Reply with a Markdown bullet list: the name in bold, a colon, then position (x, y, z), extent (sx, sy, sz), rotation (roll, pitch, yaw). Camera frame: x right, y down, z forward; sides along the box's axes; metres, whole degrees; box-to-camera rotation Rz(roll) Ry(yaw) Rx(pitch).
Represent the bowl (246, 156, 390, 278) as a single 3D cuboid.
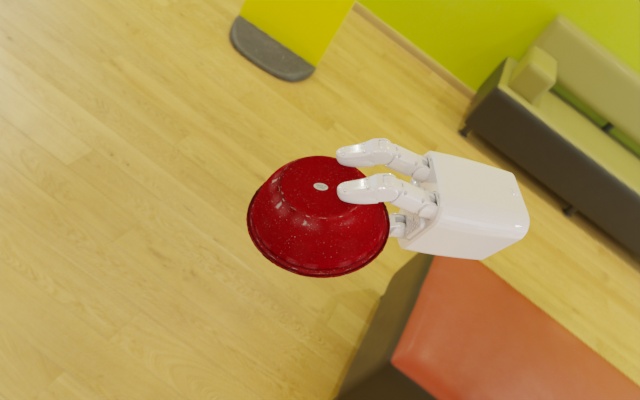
- **bowl**: position (-0.001, 0.002, 0.516), extent (0.162, 0.162, 0.055), rotation (0, -42, -5)
